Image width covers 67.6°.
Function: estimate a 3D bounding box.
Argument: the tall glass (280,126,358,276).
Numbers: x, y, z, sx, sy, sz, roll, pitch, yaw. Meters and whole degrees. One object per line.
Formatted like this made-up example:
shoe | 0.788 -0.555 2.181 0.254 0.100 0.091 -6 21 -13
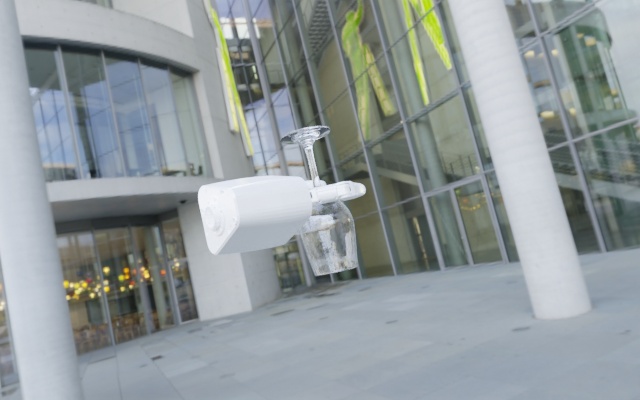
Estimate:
tall glass | 0.000 0.002 0.674 0.079 0.201 0.079 -13 -6 -2
